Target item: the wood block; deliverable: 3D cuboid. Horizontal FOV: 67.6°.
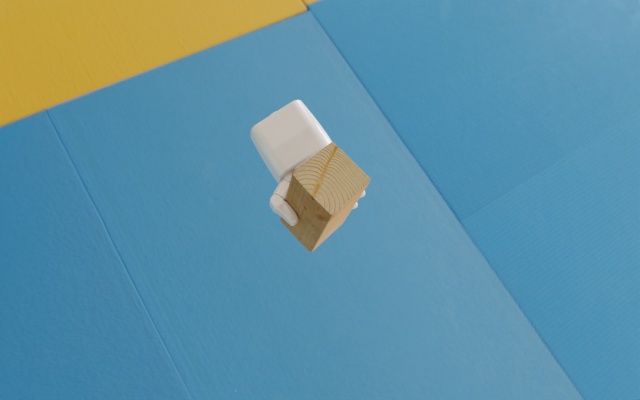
[{"bbox_3d":[0.000,0.003,0.814,0.091,0.090,0.206,-40,-10,-21],"label":"wood block"}]
